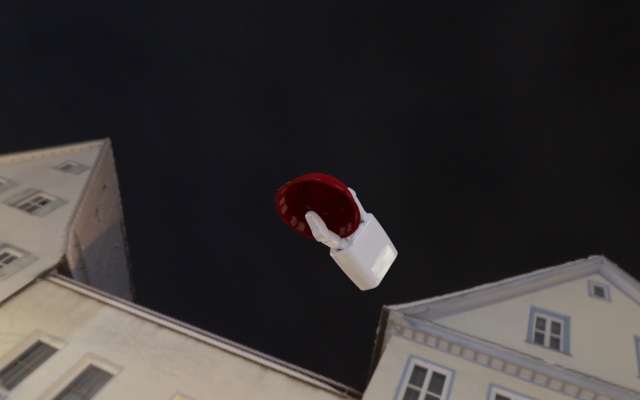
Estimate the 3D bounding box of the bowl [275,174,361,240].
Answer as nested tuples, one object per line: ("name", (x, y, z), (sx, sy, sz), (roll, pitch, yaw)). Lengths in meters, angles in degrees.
("bowl", (0.000, 0.002, 0.885), (0.162, 0.055, 0.162), (10, -43, 9))
